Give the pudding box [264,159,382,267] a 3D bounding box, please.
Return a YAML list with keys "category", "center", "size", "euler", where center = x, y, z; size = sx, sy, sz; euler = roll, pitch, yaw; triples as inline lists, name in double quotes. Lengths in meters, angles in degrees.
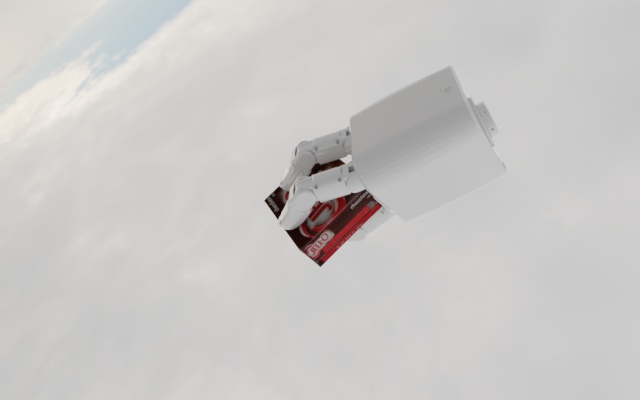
- category: "pudding box"
  center: [0.000, 0.002, 0.490]
  size: [0.039, 0.090, 0.113]
  euler: [46, 0, -34]
